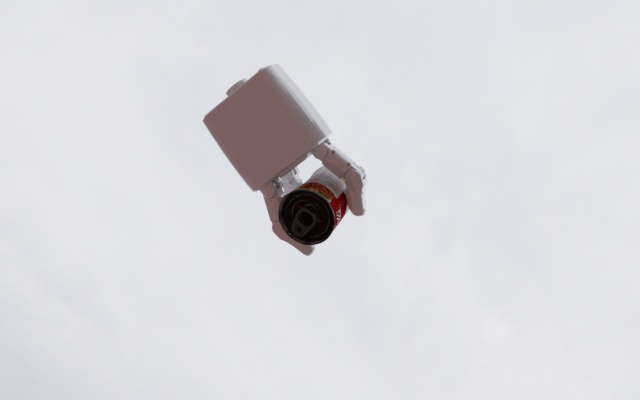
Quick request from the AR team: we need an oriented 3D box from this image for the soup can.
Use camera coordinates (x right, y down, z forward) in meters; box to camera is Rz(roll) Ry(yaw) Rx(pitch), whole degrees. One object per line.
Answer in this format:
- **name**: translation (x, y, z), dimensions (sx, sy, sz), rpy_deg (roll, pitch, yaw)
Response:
- **soup can**: translation (0.001, 0.002, 0.576), dimensions (0.068, 0.068, 0.102), rpy_deg (0, 21, 20)
